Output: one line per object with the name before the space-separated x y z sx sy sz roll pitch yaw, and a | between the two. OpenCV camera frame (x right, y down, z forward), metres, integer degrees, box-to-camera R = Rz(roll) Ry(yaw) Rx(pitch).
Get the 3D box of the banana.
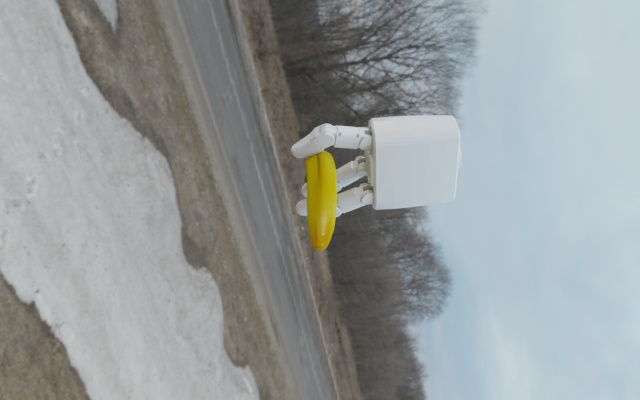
banana | 0.000 -0.016 0.582 0.037 0.070 0.197 0 25 -3
